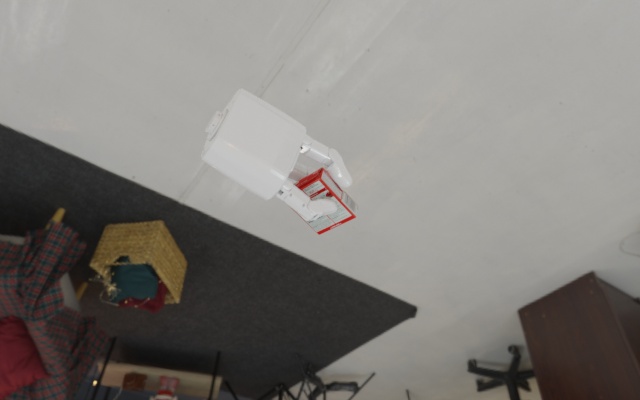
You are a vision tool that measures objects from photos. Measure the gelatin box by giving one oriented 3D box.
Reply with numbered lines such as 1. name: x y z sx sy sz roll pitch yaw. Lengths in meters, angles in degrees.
1. gelatin box: 0.000 0.003 0.703 0.073 0.089 0.030 -28 29 31
